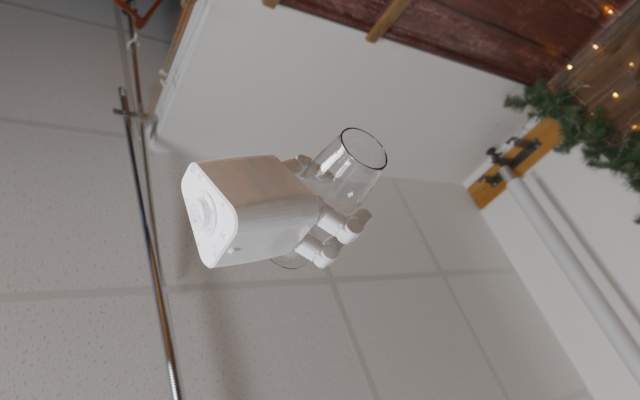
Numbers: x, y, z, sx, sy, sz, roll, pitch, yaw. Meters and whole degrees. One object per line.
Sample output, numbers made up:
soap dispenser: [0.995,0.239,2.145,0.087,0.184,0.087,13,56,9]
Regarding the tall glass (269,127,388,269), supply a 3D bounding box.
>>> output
tall glass: [0.000,0.002,0.587,0.079,0.079,0.201,0,-37,-38]
